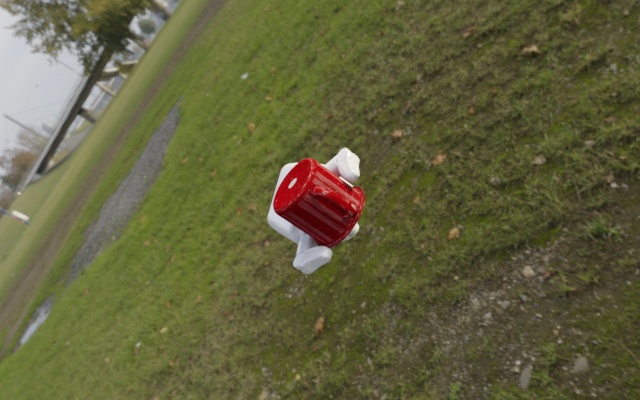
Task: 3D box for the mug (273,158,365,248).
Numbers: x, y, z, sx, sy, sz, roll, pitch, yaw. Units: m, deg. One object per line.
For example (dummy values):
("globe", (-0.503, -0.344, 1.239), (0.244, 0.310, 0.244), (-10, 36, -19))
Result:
("mug", (0.001, 0.002, 0.586), (0.081, 0.093, 0.117), (35, -11, -24))
